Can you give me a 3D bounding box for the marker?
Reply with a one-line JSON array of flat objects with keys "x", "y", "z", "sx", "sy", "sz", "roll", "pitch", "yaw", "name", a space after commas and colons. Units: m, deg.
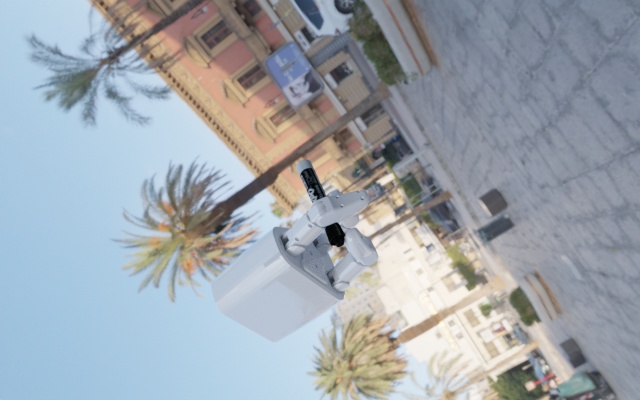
[{"x": 0.000, "y": 0.002, "z": 0.518, "sx": 0.020, "sy": 0.121, "sz": 0.020, "roll": -15, "pitch": -39, "yaw": -12, "name": "marker"}]
